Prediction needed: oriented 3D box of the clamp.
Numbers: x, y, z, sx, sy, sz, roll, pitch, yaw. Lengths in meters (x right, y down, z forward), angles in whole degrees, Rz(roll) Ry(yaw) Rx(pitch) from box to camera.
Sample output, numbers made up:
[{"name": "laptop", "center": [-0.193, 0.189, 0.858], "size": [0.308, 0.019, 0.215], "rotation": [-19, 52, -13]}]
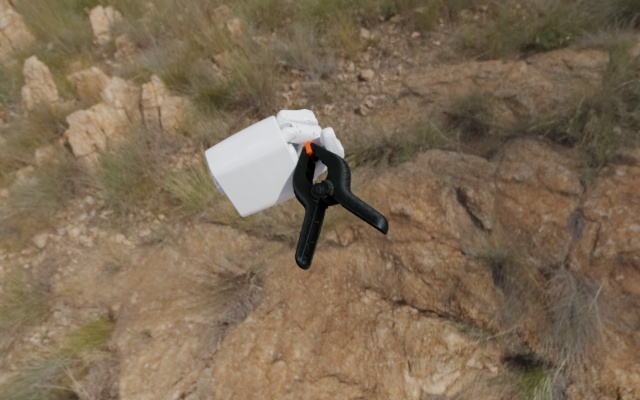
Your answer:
[{"name": "clamp", "center": [0.000, 0.002, 0.602], "size": [0.120, 0.171, 0.039], "rotation": [-29, -37, 4]}]
